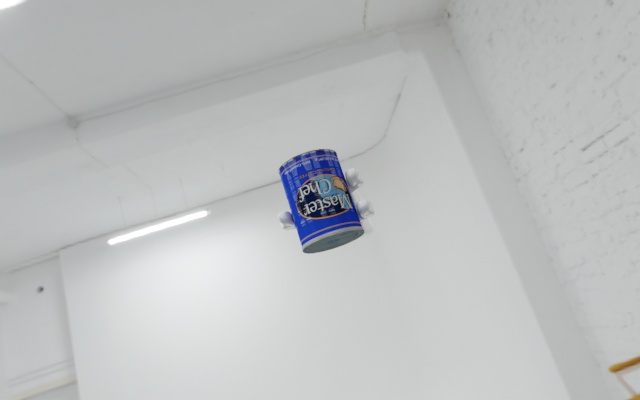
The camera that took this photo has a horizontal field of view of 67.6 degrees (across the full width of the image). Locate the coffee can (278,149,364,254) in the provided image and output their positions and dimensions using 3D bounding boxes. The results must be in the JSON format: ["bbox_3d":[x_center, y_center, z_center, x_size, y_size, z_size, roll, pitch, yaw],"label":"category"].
[{"bbox_3d":[0.000,0.003,0.770,0.103,0.140,0.103,-17,-16,-5],"label":"coffee can"}]
